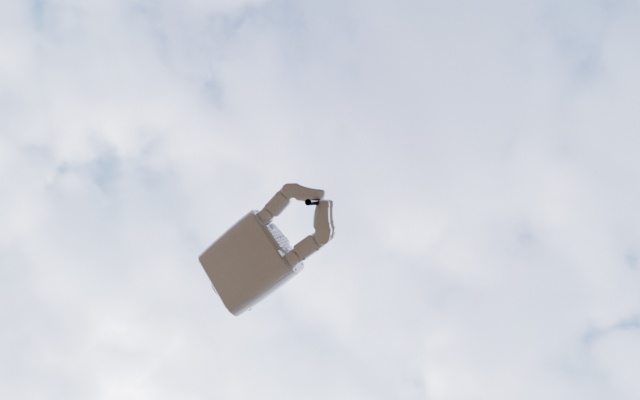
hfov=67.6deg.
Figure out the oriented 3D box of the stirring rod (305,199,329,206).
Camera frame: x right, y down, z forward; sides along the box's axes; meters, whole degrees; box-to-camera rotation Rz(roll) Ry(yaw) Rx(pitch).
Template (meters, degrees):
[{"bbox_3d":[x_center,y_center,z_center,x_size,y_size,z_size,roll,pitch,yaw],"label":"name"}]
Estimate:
[{"bbox_3d":[0.000,0.002,0.677,0.011,0.011,0.239,0,0,7],"label":"stirring rod"}]
